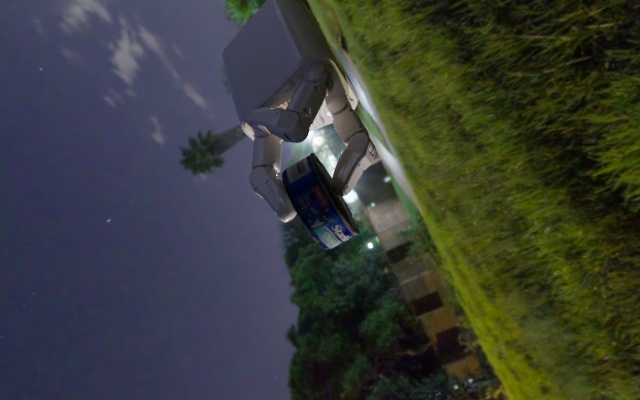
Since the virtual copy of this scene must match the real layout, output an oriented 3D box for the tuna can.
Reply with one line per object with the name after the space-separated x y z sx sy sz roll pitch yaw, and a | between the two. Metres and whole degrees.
0.000 0.002 0.438 0.034 0.086 0.086 -30 -5 8 | tuna can
